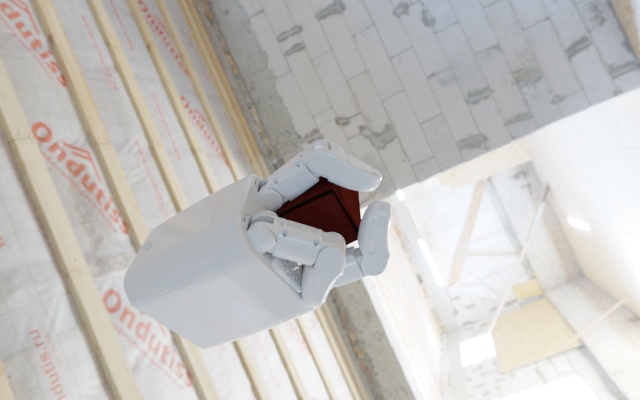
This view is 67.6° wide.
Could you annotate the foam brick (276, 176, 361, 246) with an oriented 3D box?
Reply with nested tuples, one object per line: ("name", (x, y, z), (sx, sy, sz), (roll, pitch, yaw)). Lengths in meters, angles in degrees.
("foam brick", (0.000, 0.001, 0.401), (0.051, 0.053, 0.078), (-26, 26, 15))
